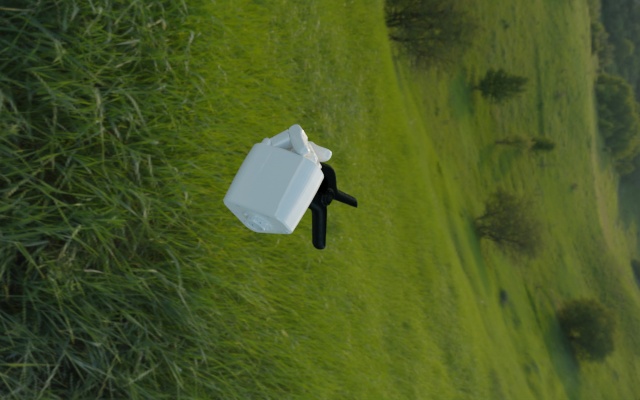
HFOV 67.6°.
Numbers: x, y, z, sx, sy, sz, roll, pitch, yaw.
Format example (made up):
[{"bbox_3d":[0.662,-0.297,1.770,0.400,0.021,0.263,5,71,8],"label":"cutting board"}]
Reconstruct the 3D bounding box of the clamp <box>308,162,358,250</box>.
[{"bbox_3d":[0.001,0.003,0.808,0.039,0.120,0.172,11,-29,39],"label":"clamp"}]
